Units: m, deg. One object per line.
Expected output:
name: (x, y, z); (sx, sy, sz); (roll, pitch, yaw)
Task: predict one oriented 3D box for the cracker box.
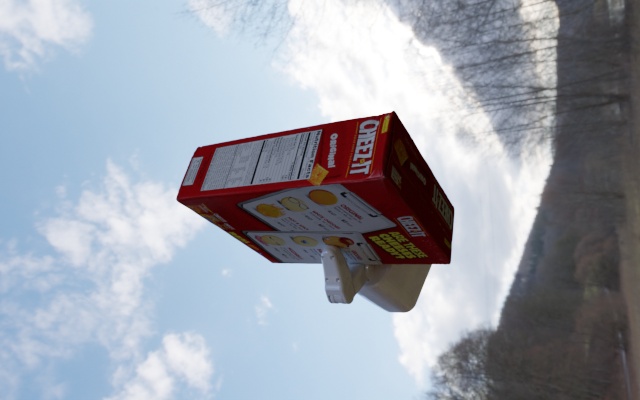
cracker box: (0.000, 0.002, 0.460); (0.214, 0.072, 0.164); (-5, -31, 31)
